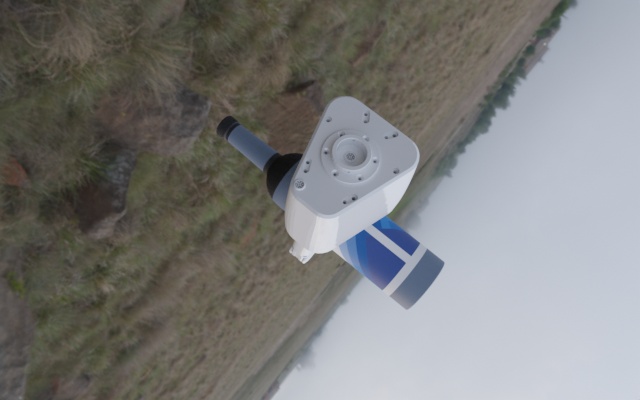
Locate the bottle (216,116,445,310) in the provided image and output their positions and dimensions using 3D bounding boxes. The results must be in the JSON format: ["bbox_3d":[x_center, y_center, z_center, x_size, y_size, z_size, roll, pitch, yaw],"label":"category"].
[{"bbox_3d":[0.000,0.002,0.538,0.295,0.069,0.069,39,7,9],"label":"bottle"}]
